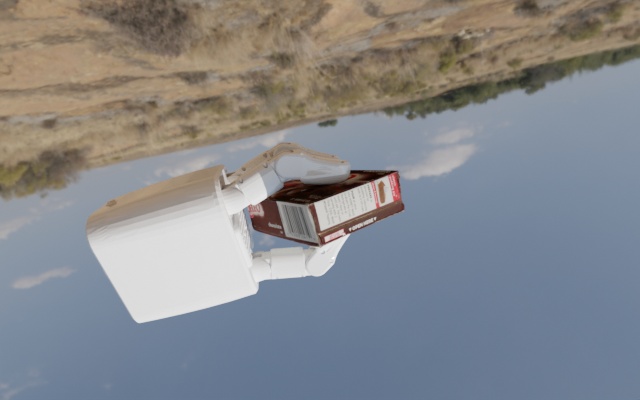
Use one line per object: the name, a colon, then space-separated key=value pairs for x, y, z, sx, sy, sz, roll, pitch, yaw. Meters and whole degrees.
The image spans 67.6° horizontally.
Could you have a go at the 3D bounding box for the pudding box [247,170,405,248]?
pudding box: x=0.000 y=0.002 z=0.406 sx=0.090 sy=0.039 sz=0.113 roll=-21 pitch=17 yaw=-30
